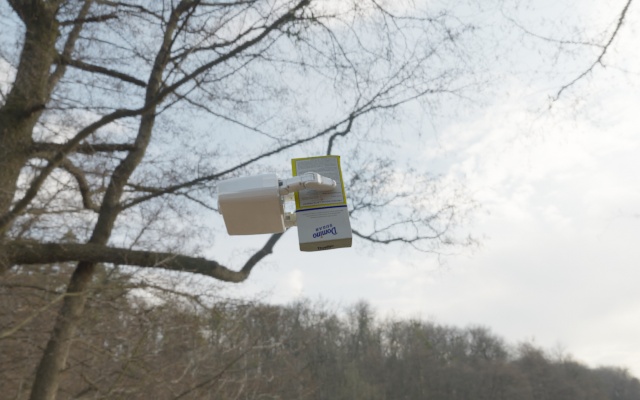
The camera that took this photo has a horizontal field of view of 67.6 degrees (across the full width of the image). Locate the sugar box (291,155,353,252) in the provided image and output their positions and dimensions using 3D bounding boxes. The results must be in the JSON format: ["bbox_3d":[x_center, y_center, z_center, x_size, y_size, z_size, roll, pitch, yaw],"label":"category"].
[{"bbox_3d":[0.000,0.003,0.852,0.093,0.176,0.048,-5,-28,-2],"label":"sugar box"}]
